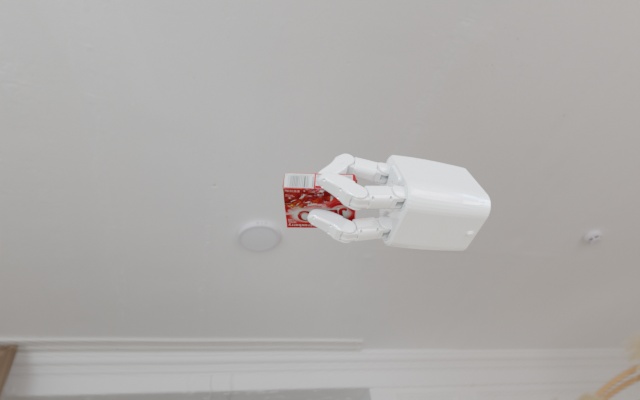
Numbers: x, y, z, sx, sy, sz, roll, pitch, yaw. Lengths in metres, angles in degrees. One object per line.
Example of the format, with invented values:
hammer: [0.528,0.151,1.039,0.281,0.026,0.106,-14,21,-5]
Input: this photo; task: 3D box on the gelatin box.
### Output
gelatin box: [0.000,0.002,0.593,0.089,0.030,0.073,1,-43,3]
